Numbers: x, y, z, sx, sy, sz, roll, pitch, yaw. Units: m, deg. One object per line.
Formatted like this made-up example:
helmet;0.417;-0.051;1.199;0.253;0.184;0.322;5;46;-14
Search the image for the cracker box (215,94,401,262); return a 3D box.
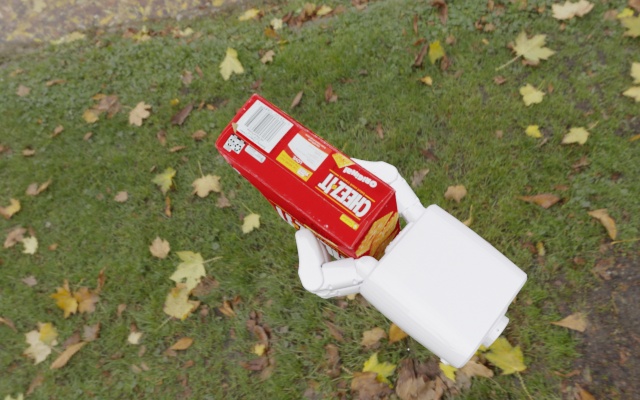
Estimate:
cracker box;0.000;0.001;0.505;0.164;0.072;0.214;36;-8;18
